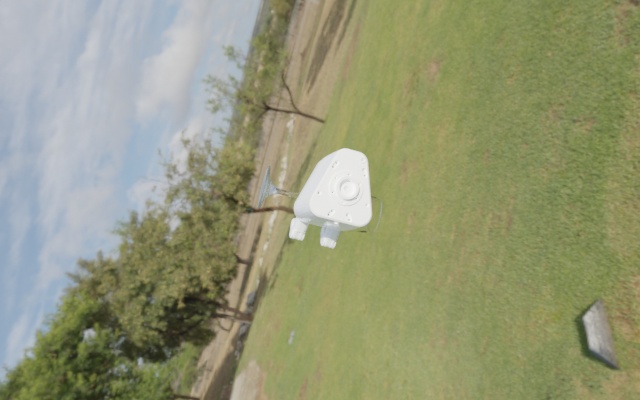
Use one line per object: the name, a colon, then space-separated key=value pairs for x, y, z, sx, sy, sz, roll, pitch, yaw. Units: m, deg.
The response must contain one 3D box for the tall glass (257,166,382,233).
tall glass: x=-0.001 y=0.002 z=0.807 sx=0.201 sy=0.079 sz=0.079 roll=14 pitch=-3 yaw=-12
